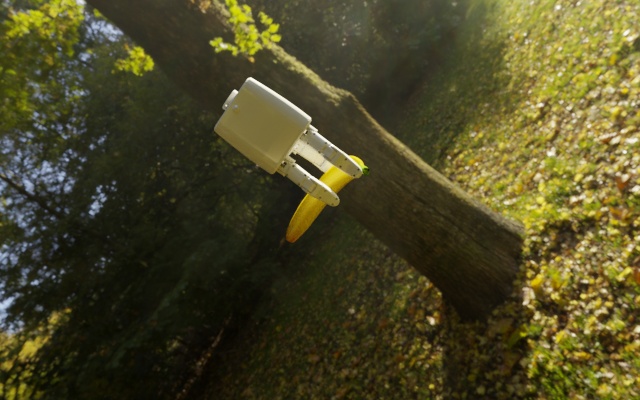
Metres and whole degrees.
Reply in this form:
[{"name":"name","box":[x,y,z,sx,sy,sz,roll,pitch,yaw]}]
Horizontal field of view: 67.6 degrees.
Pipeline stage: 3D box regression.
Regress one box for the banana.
[{"name":"banana","box":[0.006,-0.010,0.749,0.037,0.198,0.069,36,35,-12]}]
